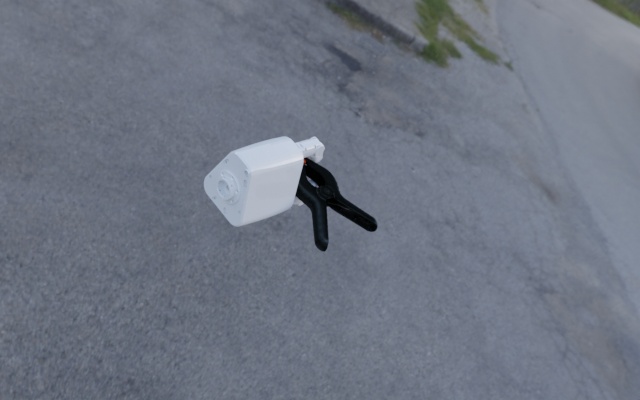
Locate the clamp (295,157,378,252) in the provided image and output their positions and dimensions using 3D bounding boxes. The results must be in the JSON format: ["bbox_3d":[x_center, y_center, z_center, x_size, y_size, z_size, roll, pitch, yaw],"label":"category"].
[{"bbox_3d":[0.000,0.002,0.746,0.120,0.171,0.039,-25,-24,-47],"label":"clamp"}]
